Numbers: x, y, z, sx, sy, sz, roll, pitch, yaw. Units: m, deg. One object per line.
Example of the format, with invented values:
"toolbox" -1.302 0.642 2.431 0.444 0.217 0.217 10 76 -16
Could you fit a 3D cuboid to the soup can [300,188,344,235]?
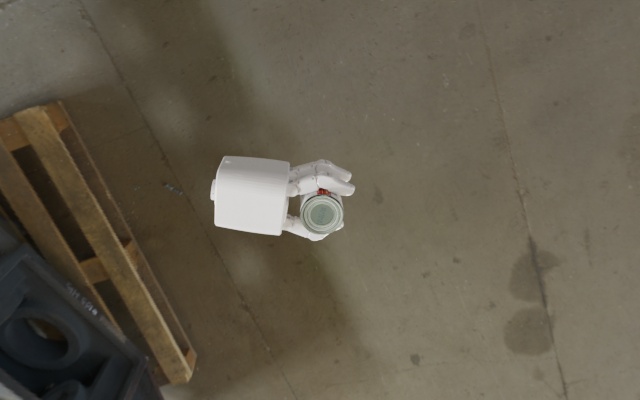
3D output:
"soup can" 0.001 0.003 0.756 0.068 0.068 0.102 0 23 -2
